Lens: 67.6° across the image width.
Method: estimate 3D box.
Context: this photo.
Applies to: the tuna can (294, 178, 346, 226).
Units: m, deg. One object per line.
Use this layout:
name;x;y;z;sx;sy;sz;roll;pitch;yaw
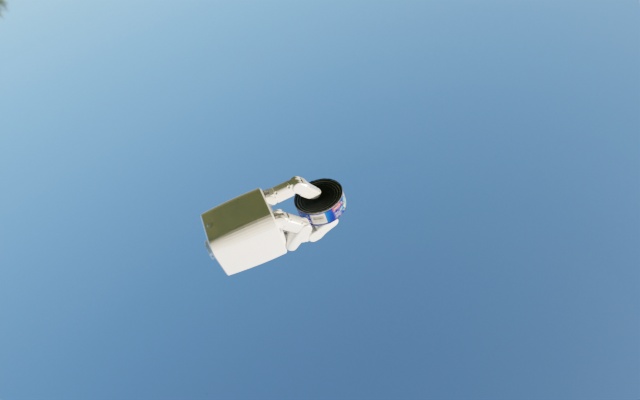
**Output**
tuna can;0.000;0.003;0.816;0.086;0.034;0.086;-11;42;10
